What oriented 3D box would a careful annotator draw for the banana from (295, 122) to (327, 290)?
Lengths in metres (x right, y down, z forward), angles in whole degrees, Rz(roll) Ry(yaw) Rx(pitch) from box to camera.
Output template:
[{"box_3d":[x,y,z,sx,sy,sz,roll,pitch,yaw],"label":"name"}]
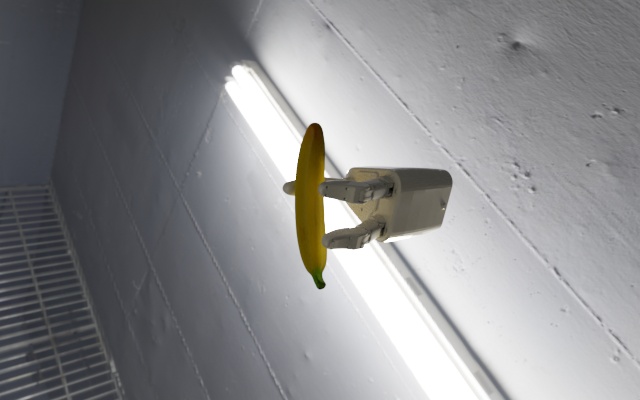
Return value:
[{"box_3d":[-0.008,0.006,0.593,0.037,0.198,0.069,-4,0,-26],"label":"banana"}]
